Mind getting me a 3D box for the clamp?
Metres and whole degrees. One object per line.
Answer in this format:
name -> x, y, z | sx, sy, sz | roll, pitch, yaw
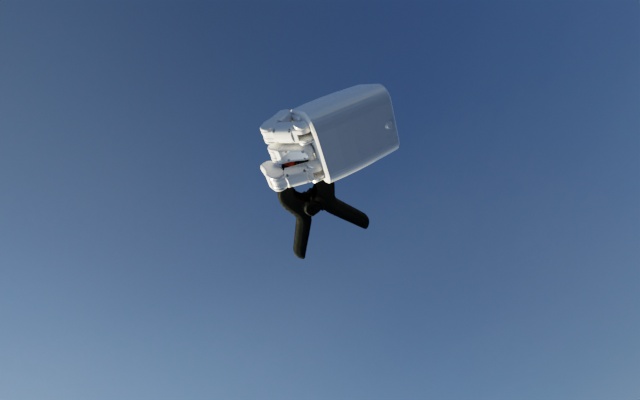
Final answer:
clamp -> 0.000, 0.002, 0.669 | 0.120, 0.172, 0.039 | -23, 39, -7
